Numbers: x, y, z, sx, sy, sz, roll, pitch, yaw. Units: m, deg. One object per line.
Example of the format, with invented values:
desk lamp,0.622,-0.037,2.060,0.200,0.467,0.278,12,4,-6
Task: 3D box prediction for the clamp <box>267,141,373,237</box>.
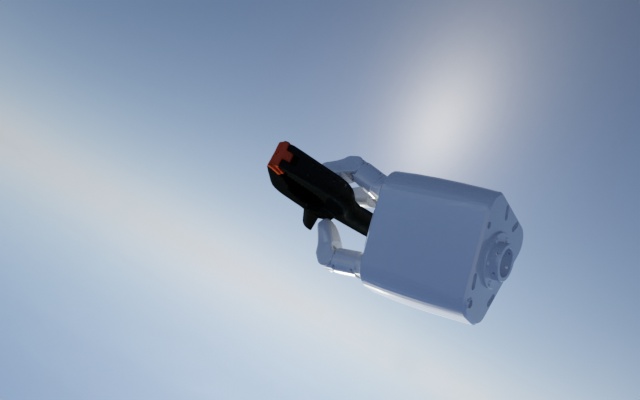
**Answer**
clamp,0.000,0.002,0.532,0.164,0.036,0.210,10,-22,42
